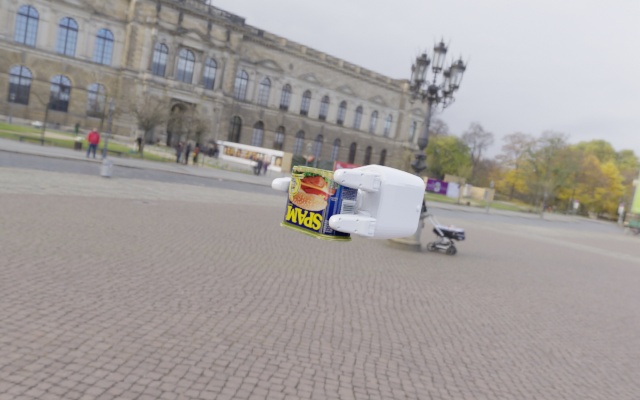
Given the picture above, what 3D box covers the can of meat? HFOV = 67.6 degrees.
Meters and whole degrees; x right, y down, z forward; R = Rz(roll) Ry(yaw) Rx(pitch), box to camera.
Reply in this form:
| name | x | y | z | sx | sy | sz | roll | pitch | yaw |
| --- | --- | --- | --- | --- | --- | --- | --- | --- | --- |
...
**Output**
| name | x | y | z | sx | sy | sz | roll | pitch | yaw |
| --- | --- | --- | --- | --- | --- | --- | --- | --- | --- |
| can of meat | 0.000 | 0.002 | 0.620 | 0.057 | 0.084 | 0.102 | 7 | 5 | -43 |
